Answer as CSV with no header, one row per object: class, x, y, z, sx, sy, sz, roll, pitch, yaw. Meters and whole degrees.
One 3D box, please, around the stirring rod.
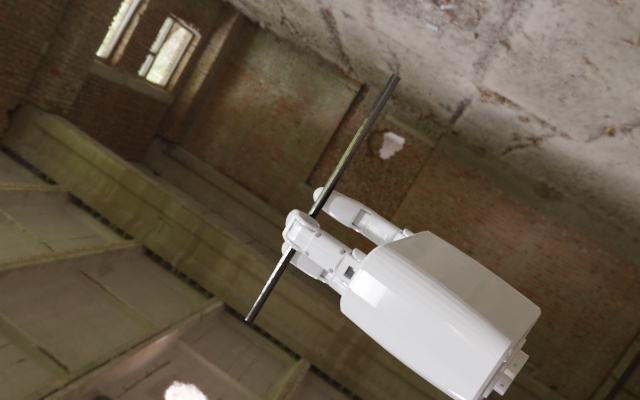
stirring rod,0.000,0.001,0.401,0.011,0.239,0.011,31,6,-4
